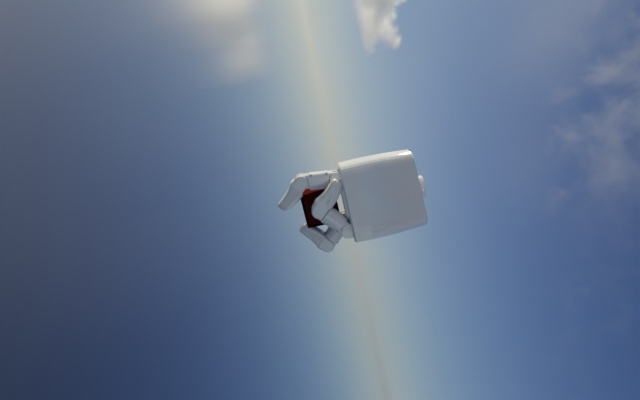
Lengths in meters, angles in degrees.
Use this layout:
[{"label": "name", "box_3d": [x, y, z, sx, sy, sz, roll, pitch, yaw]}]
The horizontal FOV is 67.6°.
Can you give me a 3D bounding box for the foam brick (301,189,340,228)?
[{"label": "foam brick", "box_3d": [0.000, 0.002, 0.725, 0.051, 0.053, 0.078, -13, 16, 2]}]
